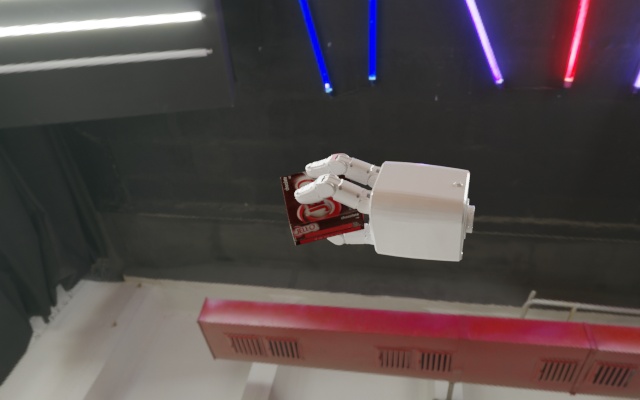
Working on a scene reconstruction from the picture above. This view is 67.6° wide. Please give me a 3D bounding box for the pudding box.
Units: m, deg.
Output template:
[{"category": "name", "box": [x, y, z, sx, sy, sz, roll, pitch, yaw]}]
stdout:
[{"category": "pudding box", "box": [0.000, 0.002, 0.616, 0.090, 0.039, 0.113, -13, 34, -4]}]
